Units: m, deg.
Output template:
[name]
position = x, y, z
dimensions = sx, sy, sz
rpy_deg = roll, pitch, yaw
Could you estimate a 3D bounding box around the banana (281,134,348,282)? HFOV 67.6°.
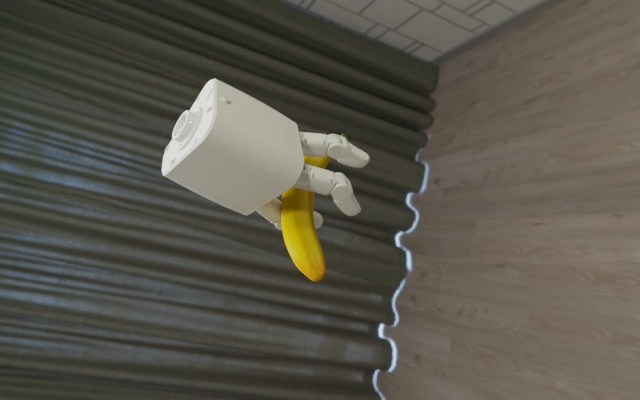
[banana]
position = -0.015, 0.002, 0.555
dimensions = 0.069, 0.197, 0.037
rpy_deg = -13, -37, 32
